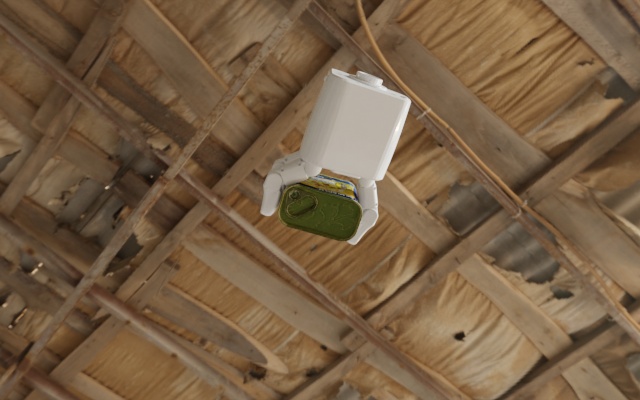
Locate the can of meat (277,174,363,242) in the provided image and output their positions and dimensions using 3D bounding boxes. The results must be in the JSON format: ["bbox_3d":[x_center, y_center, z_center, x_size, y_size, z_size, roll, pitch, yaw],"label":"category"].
[{"bbox_3d":[0.000,0.002,0.621,0.102,0.057,0.084,15,20,-5],"label":"can of meat"}]
